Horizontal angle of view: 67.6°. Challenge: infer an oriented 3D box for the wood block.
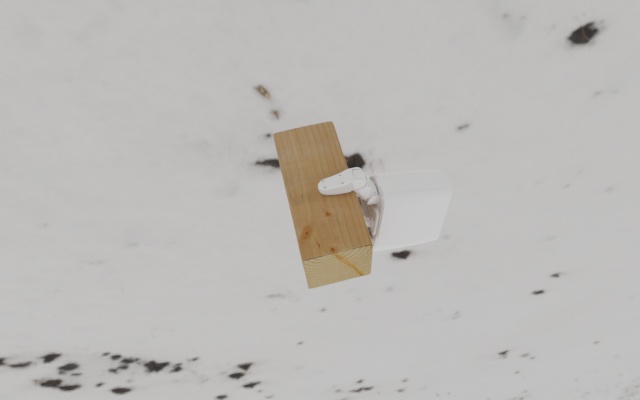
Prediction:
[{"bbox_3d":[0.001,0.002,0.662,0.090,0.206,0.091,-13,-32,-4],"label":"wood block"}]
